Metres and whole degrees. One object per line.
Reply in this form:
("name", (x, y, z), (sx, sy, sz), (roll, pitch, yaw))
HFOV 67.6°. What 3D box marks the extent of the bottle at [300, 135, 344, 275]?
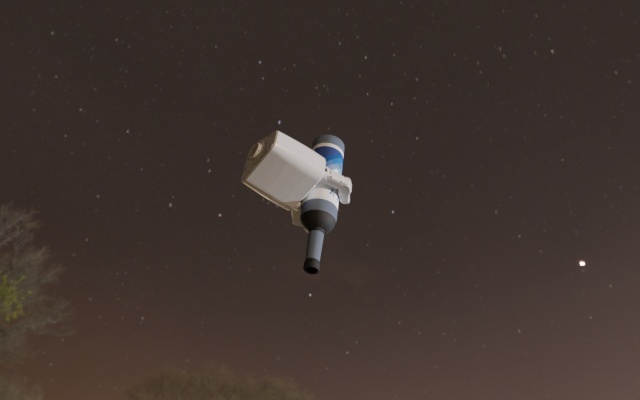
("bottle", (0.000, 0.003, 0.885), (0.069, 0.295, 0.069), (5, -39, 4))
